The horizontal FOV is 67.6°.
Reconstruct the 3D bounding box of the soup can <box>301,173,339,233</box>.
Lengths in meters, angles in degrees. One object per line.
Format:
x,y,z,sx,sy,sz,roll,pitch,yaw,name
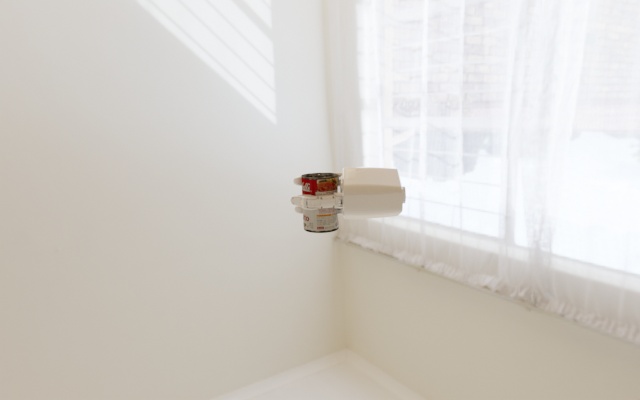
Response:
0.000,0.003,0.881,0.068,0.102,0.068,-2,11,0,soup can
